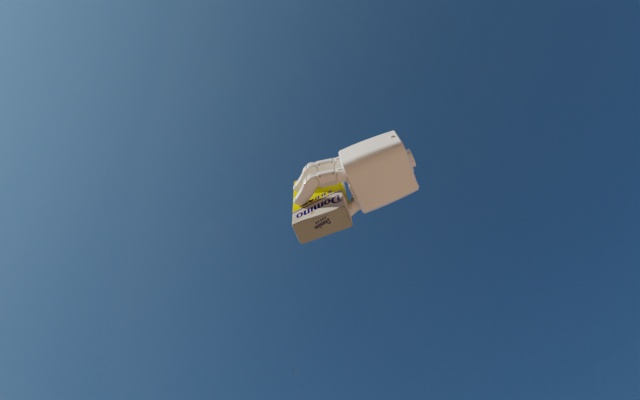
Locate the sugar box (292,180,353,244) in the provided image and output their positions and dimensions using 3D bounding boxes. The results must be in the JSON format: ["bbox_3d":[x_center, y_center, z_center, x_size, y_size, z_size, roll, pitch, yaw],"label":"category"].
[{"bbox_3d":[0.000,0.002,0.836,0.093,0.048,0.176,-20,22,6],"label":"sugar box"}]
